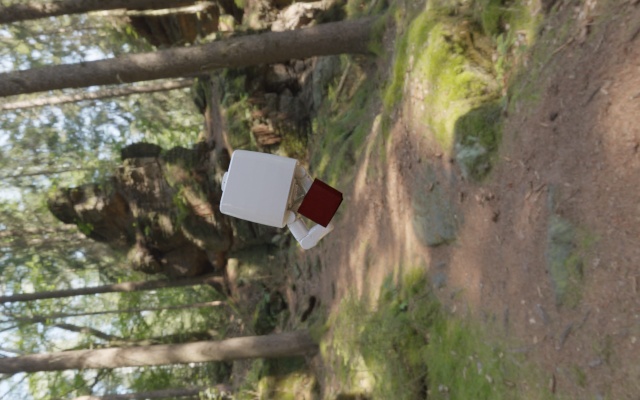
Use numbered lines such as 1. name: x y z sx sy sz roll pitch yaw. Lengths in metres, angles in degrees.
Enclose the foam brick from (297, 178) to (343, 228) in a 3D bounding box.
1. foam brick: 0.000 0.002 0.732 0.051 0.053 0.078 30 7 -2
